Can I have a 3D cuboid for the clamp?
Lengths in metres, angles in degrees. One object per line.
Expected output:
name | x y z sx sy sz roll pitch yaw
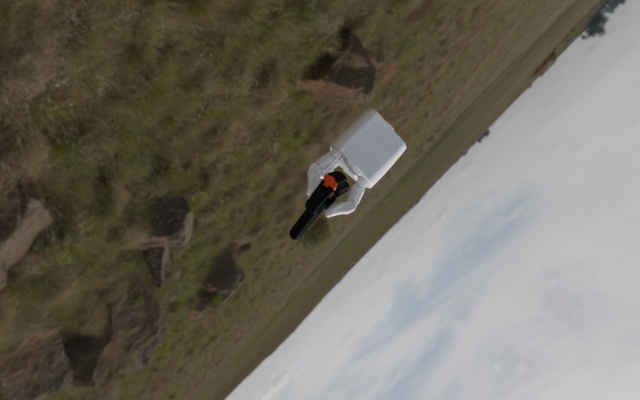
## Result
clamp | 0.001 0.003 0.893 0.036 0.164 0.210 43 -9 7
